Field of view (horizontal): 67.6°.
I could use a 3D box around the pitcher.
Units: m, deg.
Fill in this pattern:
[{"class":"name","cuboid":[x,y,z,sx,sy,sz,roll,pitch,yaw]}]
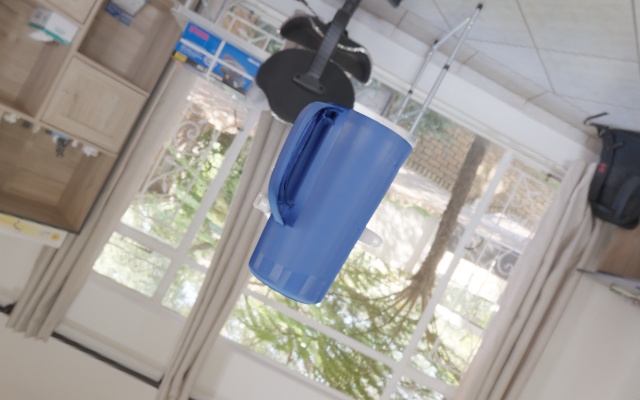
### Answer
[{"class":"pitcher","cuboid":[0.000,0.002,0.612,0.149,0.243,0.145,28,-1,-5]}]
